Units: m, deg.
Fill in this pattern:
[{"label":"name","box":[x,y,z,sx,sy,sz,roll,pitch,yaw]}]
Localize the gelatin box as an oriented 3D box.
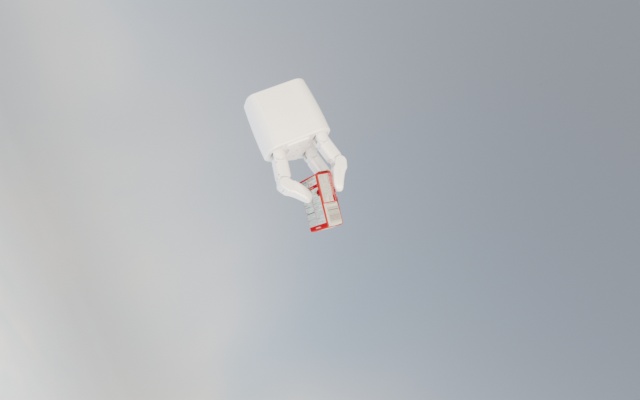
[{"label":"gelatin box","box":[0.000,0.003,0.772,0.030,0.089,0.073,-11,-5,-25]}]
